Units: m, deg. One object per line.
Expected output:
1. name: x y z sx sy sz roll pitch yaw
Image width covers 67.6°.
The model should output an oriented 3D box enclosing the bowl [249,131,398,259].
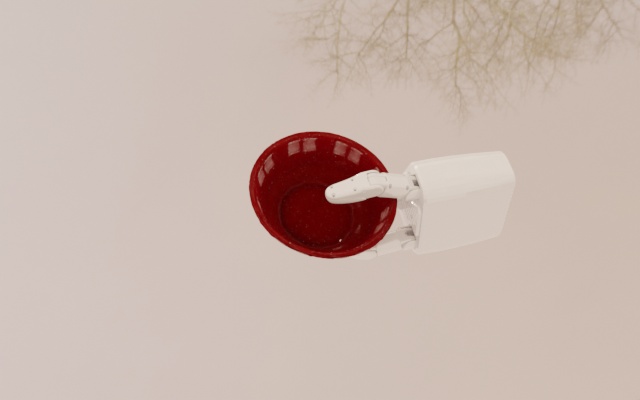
1. bowl: -0.001 0.002 0.533 0.162 0.162 0.055 0 -31 -12
